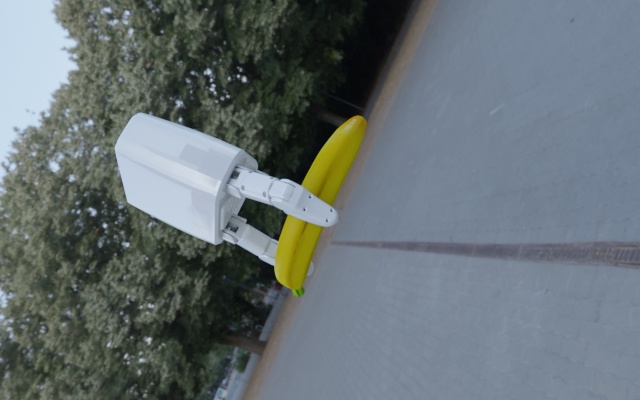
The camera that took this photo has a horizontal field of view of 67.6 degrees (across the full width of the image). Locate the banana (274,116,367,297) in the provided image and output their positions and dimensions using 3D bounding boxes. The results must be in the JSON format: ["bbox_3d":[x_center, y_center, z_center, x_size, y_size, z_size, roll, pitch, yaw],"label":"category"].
[{"bbox_3d":[-0.005,0.005,0.466,0.037,0.198,0.069,23,6,9],"label":"banana"}]
